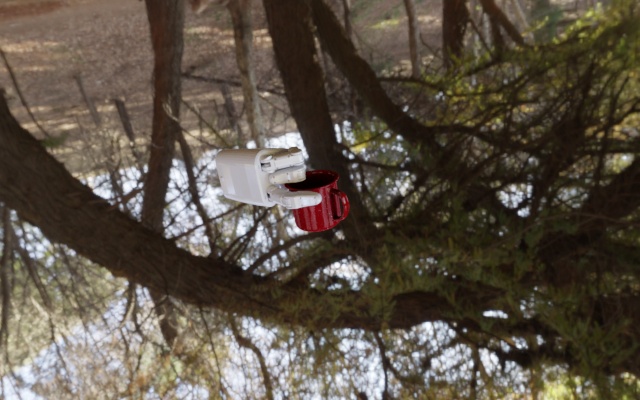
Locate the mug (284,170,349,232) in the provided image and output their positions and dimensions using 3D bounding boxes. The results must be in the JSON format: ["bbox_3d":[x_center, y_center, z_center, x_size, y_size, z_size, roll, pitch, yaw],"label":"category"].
[{"bbox_3d":[0.001,0.003,0.812,0.117,0.081,0.093,9,29,37],"label":"mug"}]
